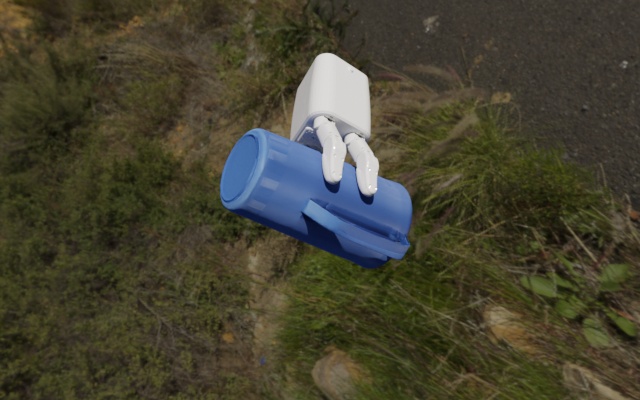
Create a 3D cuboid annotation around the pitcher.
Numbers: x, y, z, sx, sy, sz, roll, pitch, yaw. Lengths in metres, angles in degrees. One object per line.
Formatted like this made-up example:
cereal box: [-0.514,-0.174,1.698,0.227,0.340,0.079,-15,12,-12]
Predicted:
pitcher: [0.000,0.002,0.631,0.243,0.145,0.149,22,-31,-32]
